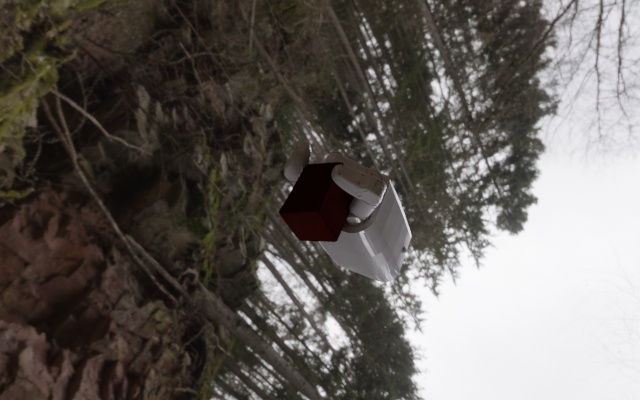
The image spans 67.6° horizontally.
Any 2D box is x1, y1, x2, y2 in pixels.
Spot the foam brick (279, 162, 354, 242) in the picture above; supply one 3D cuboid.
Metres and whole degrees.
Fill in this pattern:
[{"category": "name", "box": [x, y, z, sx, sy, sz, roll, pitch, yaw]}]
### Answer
[{"category": "foam brick", "box": [0.000, 0.002, 0.535, 0.053, 0.078, 0.051, 0, -44, 33]}]
